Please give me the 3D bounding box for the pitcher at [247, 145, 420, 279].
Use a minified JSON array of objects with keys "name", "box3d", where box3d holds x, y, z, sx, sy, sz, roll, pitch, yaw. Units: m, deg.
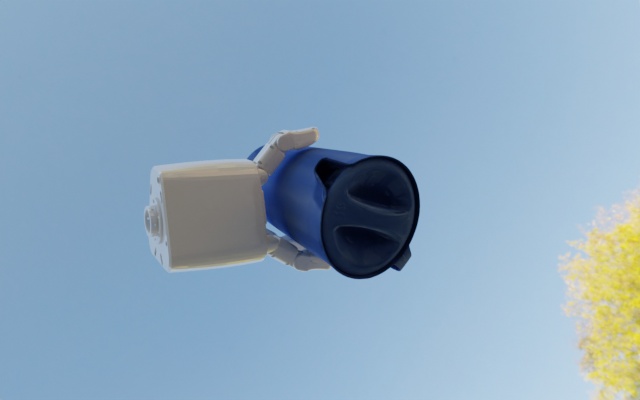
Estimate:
[{"name":"pitcher","box3d":[0.000,0.002,0.594,0.145,0.149,0.242,-8,17,-31]}]
